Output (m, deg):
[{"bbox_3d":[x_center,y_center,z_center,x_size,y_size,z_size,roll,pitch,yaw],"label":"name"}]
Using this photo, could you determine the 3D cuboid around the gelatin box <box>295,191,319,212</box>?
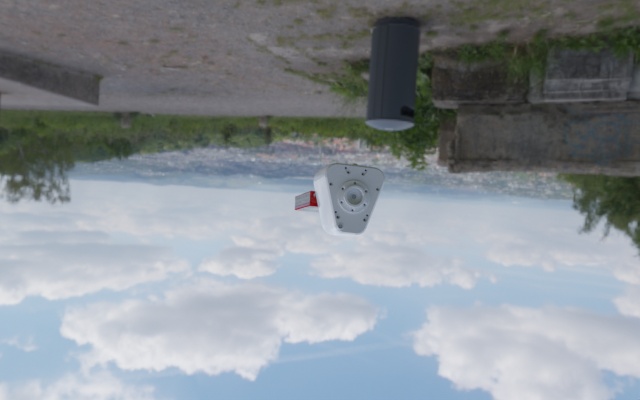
[{"bbox_3d":[0.000,0.003,0.882,0.073,0.030,0.089,5,-9,-21],"label":"gelatin box"}]
